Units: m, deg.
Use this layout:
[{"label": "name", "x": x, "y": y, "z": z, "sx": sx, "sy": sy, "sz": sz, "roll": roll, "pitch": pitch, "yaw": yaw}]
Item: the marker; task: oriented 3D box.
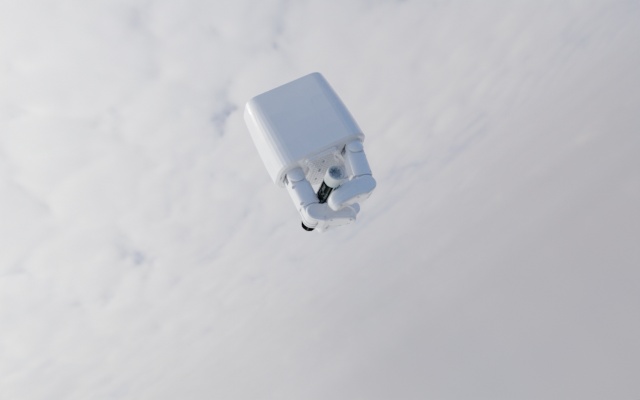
[{"label": "marker", "x": 0.000, "y": 0.002, "z": 0.546, "sx": 0.020, "sy": 0.020, "sz": 0.121, "roll": 0, "pitch": -31, "yaw": -18}]
